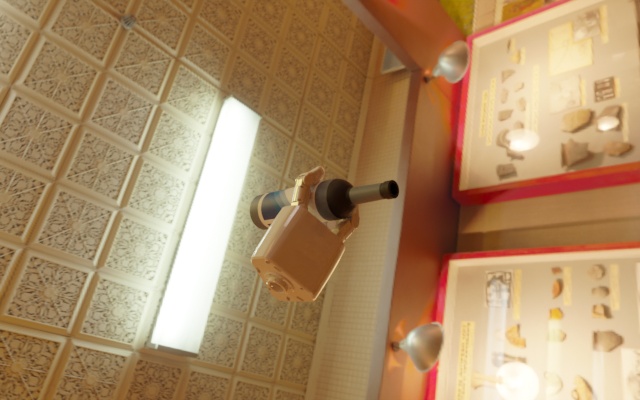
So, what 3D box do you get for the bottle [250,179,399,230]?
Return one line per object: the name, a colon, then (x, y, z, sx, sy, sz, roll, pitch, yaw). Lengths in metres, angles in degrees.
bottle: (0.000, 0.003, 0.790, 0.296, 0.069, 0.069, -10, -7, 43)
